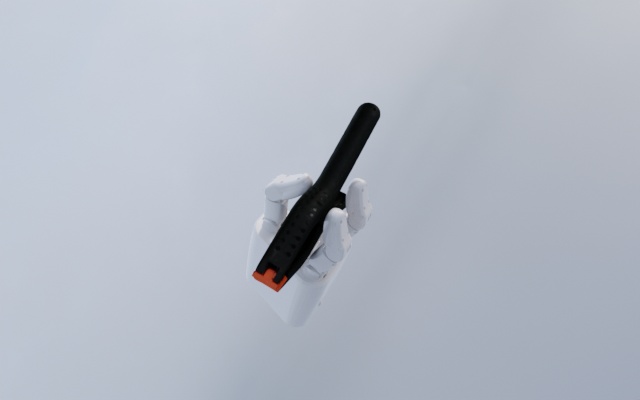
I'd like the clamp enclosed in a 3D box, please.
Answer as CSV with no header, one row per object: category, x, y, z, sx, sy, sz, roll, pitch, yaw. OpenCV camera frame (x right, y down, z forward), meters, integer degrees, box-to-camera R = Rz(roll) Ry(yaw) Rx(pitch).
clamp,-0.001,0.002,0.494,0.036,0.165,0.210,28,46,11
